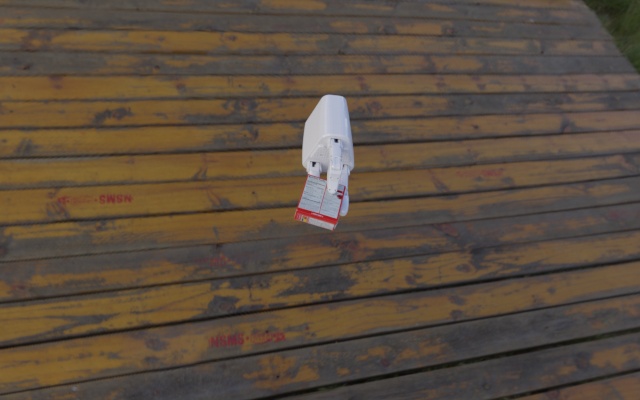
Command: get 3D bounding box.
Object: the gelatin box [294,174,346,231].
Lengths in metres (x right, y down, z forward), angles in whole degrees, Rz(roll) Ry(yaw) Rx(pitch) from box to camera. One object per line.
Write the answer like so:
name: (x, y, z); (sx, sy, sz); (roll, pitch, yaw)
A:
gelatin box: (0.000, 0.003, 0.840); (0.073, 0.089, 0.030); (17, -39, -2)
